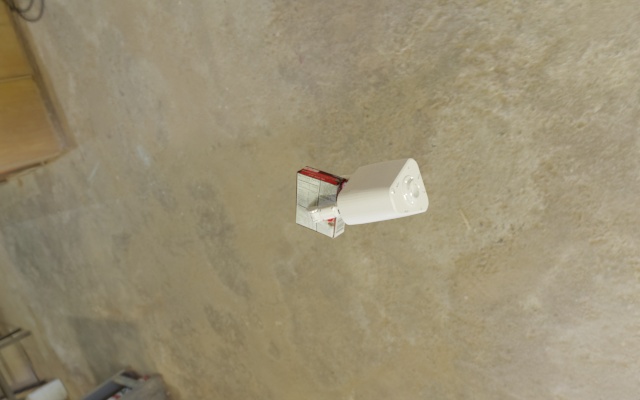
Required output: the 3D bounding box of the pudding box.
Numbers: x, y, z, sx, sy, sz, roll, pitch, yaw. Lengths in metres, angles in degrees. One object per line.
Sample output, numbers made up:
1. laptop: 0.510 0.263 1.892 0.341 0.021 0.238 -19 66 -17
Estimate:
1. pudding box: 0.000 0.003 0.868 0.090 0.113 0.039 21 31 29
